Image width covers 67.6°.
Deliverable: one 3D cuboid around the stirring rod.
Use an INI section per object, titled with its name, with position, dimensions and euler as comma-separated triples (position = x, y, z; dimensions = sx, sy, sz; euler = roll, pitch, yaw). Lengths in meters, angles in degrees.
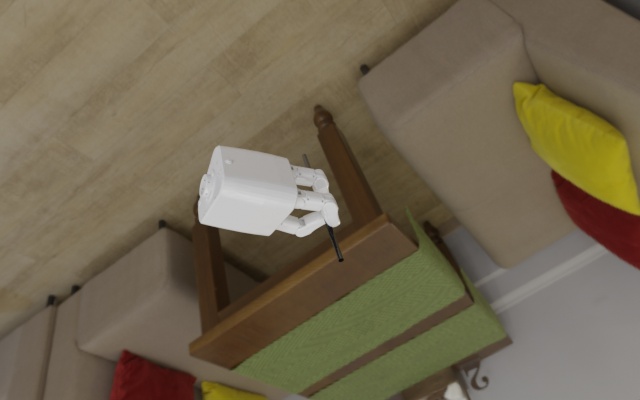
[stirring rod]
position = 0.000, 0.002, 0.750
dimensions = 0.011, 0.011, 0.239
euler = 0, 42, -19
